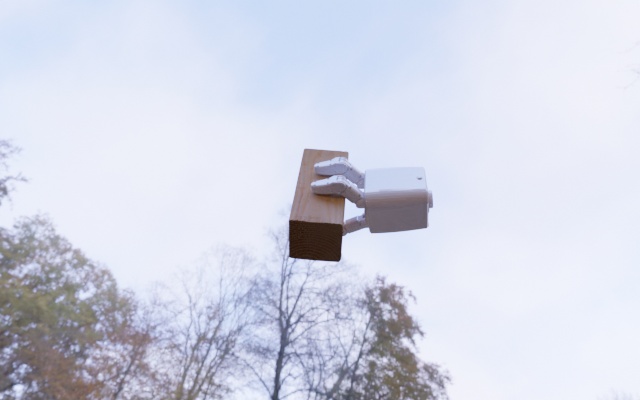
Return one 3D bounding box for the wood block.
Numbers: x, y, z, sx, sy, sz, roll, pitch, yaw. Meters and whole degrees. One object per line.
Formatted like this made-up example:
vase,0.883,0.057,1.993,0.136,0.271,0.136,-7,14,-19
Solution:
wood block,0.001,0.003,0.859,0.090,0.091,0.206,4,40,3
